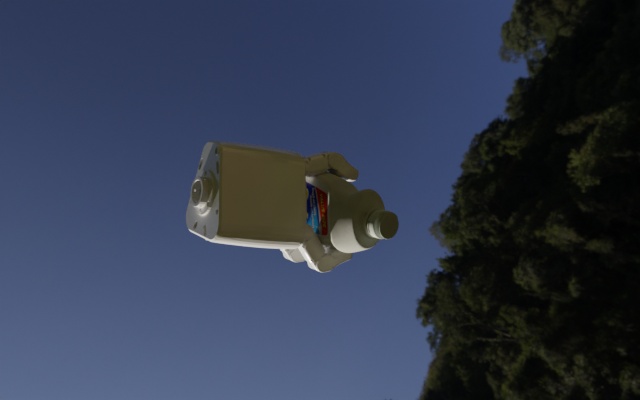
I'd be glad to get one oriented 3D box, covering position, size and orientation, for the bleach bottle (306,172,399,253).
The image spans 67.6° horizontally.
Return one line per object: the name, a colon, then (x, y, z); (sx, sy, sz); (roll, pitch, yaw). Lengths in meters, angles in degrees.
bleach bottle: (0.000, 0.002, 0.601); (0.068, 0.102, 0.251); (8, 3, -37)
